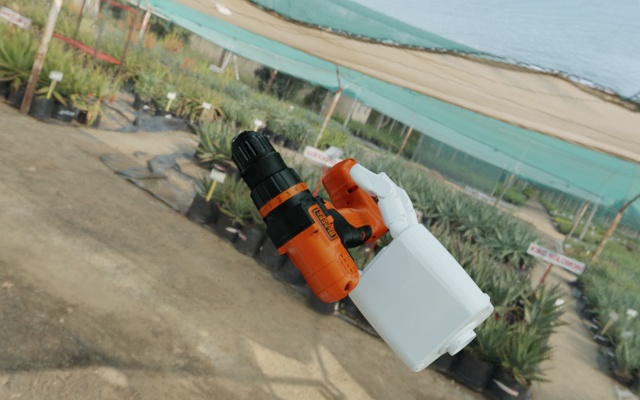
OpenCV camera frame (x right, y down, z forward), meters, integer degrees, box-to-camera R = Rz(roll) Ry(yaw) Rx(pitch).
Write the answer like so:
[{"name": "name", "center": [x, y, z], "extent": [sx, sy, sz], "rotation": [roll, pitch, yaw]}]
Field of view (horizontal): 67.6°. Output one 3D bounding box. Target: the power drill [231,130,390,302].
[{"name": "power drill", "center": [0.000, 0.002, 0.515], "extent": [0.057, 0.184, 0.187], "rotation": [-34, -6, 28]}]
